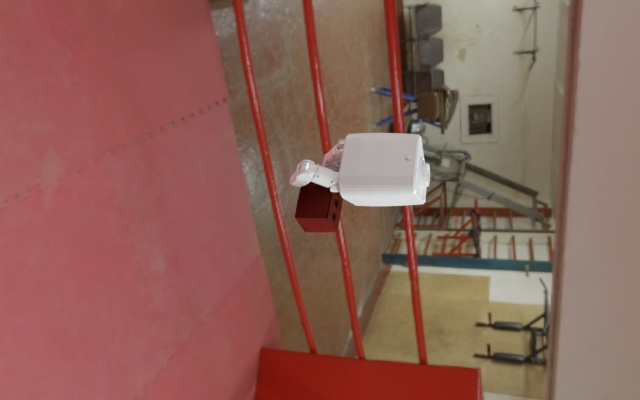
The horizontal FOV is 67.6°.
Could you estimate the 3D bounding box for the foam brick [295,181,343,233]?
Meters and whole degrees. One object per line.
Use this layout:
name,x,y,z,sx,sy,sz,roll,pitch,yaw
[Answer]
foam brick,0.000,0.003,0.701,0.051,0.078,0.053,2,-25,19
